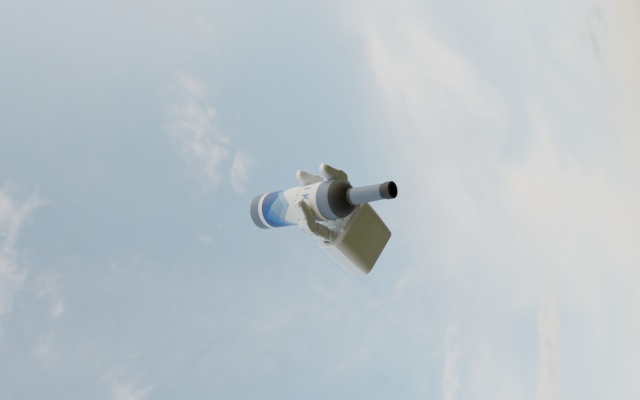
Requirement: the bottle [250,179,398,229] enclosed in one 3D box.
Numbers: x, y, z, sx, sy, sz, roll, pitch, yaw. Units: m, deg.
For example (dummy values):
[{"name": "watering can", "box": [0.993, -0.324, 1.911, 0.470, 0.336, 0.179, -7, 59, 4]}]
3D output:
[{"name": "bottle", "box": [0.000, 0.003, 0.818, 0.296, 0.069, 0.069, -10, -7, 41]}]
